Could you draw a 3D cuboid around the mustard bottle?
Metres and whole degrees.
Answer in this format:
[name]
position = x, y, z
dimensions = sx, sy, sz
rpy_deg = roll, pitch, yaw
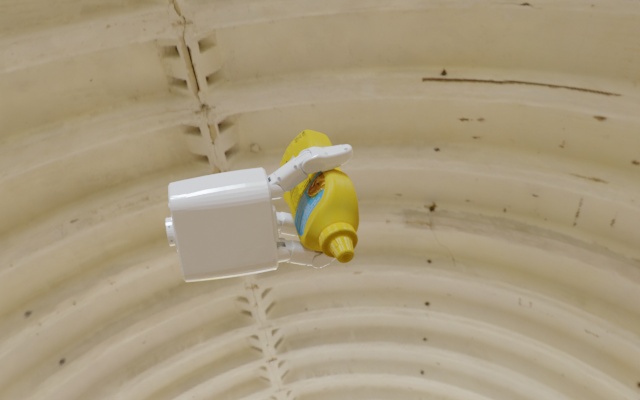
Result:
[mustard bottle]
position = 0.000, 0.002, 0.559
dimensions = 0.058, 0.096, 0.191
rpy_deg = 13, 31, -27
